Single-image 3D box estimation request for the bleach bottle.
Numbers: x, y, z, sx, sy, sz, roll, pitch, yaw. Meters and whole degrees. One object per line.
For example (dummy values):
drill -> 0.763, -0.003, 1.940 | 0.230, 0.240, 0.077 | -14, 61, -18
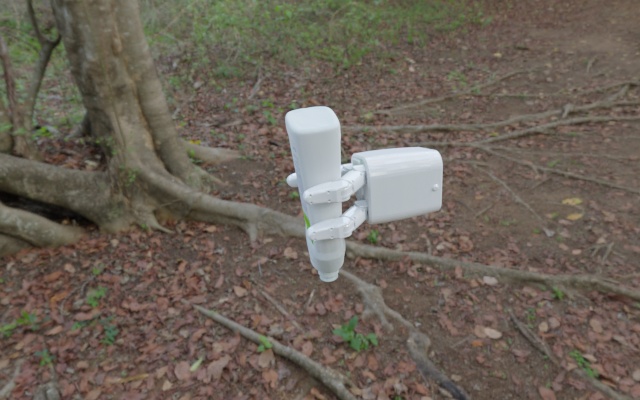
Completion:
bleach bottle -> 0.000, 0.002, 0.681 | 0.068, 0.251, 0.102 | -9, 28, -6
